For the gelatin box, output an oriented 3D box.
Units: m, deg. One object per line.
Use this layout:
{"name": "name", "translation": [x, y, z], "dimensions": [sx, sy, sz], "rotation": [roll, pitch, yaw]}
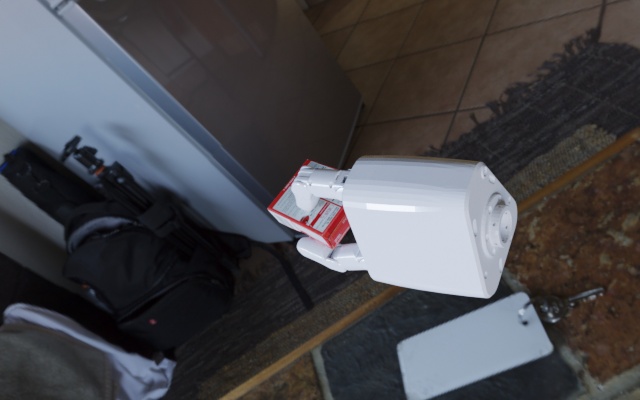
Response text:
{"name": "gelatin box", "translation": [0.000, 0.001, 0.494], "dimensions": [0.089, 0.073, 0.030], "rotation": [23, -21, 41]}
